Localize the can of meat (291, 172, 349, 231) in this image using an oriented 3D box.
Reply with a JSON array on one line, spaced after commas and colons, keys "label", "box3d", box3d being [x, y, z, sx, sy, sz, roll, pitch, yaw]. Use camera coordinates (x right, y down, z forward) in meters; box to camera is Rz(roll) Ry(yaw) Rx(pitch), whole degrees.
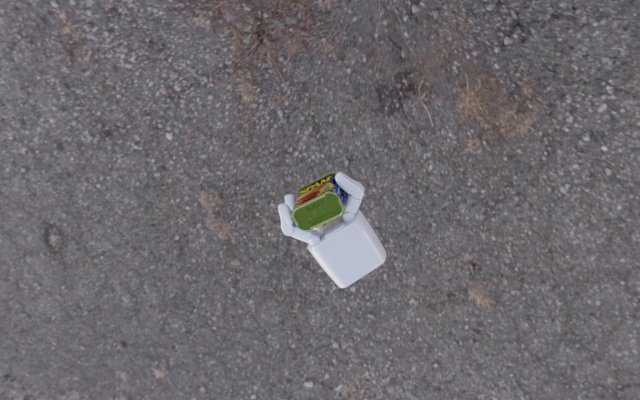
[{"label": "can of meat", "box3d": [0.000, 0.003, 0.863, 0.102, 0.057, 0.084, -26, 20, 19]}]
